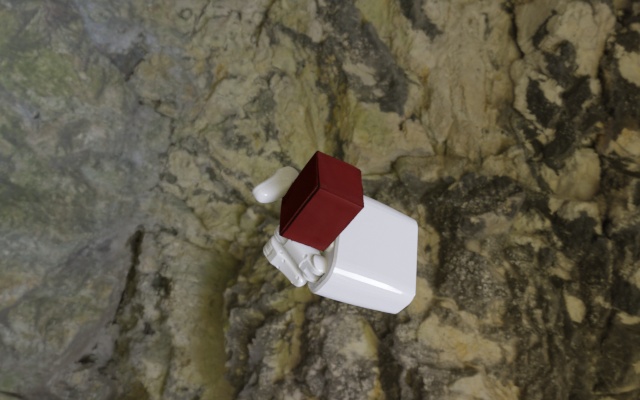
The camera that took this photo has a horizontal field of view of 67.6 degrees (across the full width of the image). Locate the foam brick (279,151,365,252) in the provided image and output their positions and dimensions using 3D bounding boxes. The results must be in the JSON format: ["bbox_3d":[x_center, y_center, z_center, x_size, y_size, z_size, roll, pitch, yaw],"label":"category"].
[{"bbox_3d":[0.000,0.001,0.463,0.051,0.053,0.078,22,-48,-21],"label":"foam brick"}]
